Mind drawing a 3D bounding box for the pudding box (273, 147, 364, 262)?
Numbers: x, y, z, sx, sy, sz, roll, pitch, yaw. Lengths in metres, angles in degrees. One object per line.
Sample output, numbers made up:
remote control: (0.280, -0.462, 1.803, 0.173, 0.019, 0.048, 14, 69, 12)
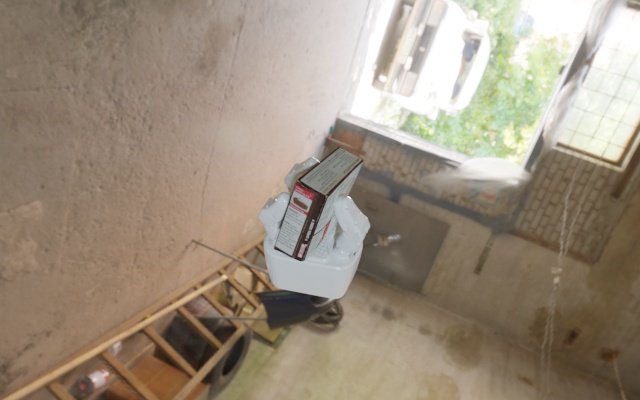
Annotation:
pudding box: (0.000, 0.002, 0.518, 0.039, 0.090, 0.113, 26, 31, 11)
